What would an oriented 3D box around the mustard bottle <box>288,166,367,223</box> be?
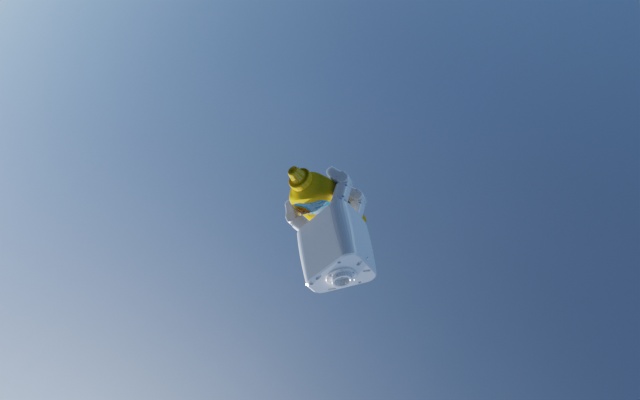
[{"bbox_3d":[0.000,0.003,0.846,0.096,0.058,0.192,-5,-35,33],"label":"mustard bottle"}]
